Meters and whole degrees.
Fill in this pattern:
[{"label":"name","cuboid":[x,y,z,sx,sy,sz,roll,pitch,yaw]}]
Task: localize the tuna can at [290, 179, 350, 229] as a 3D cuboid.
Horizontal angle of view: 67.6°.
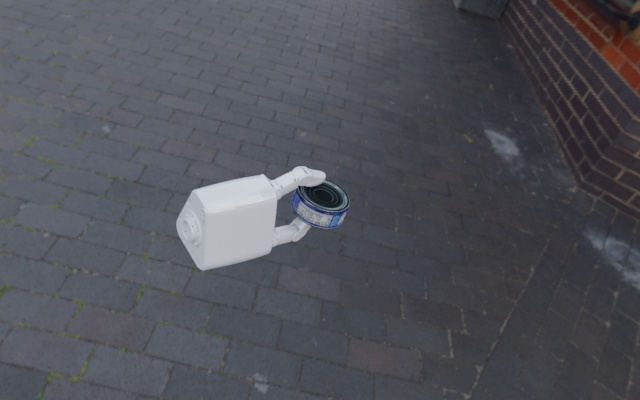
[{"label":"tuna can","cuboid":[0.000,0.002,0.716,0.086,0.034,0.086,16,35,-11]}]
